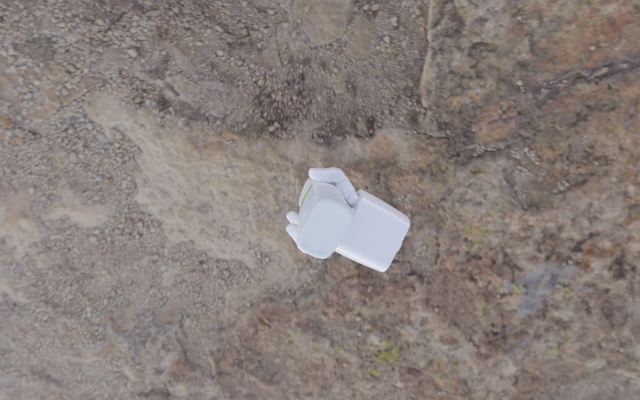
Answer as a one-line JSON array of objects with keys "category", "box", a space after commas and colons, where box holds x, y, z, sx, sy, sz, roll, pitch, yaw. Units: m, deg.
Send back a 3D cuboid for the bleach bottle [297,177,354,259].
[{"category": "bleach bottle", "box": [0.000, 0.003, 0.840, 0.068, 0.102, 0.250, 27, 17, -12]}]
